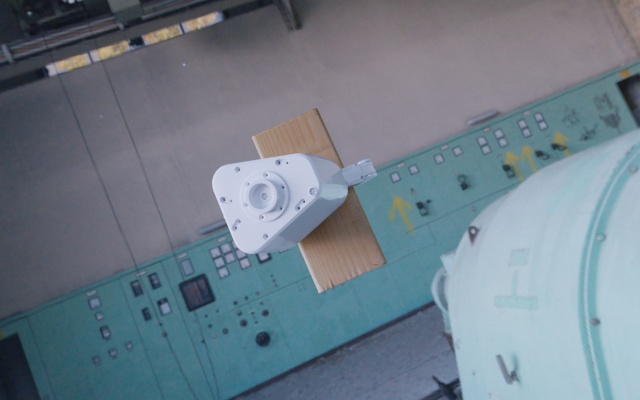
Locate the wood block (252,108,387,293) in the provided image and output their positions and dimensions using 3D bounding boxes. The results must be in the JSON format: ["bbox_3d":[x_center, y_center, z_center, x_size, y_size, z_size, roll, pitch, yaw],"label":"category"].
[{"bbox_3d":[0.000,0.002,0.612,0.091,0.206,0.090,-24,-6,1],"label":"wood block"}]
